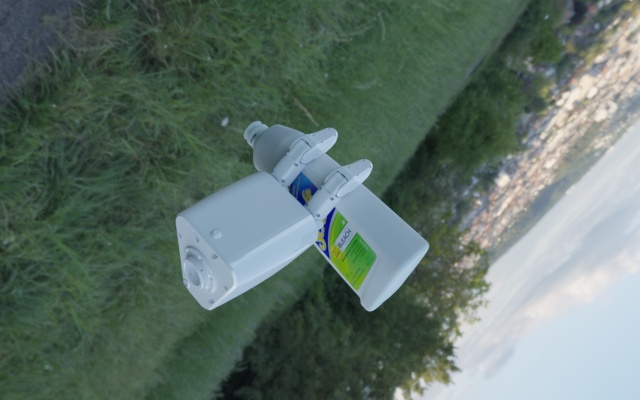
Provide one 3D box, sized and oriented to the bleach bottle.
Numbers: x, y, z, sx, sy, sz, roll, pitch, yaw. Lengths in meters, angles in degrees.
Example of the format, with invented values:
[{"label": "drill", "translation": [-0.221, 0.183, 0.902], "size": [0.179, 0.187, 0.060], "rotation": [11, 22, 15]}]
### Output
[{"label": "bleach bottle", "translation": [0.000, 0.002, 0.547], "size": [0.250, 0.103, 0.068], "rotation": [44, 46, 19]}]
